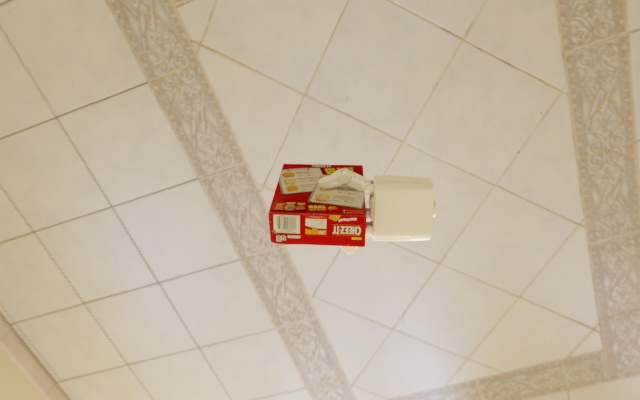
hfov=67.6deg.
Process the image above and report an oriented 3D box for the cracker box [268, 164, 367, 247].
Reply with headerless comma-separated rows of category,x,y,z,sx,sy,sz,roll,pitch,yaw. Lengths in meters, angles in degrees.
cracker box,0.000,0.003,0.886,0.164,0.072,0.213,2,26,2
